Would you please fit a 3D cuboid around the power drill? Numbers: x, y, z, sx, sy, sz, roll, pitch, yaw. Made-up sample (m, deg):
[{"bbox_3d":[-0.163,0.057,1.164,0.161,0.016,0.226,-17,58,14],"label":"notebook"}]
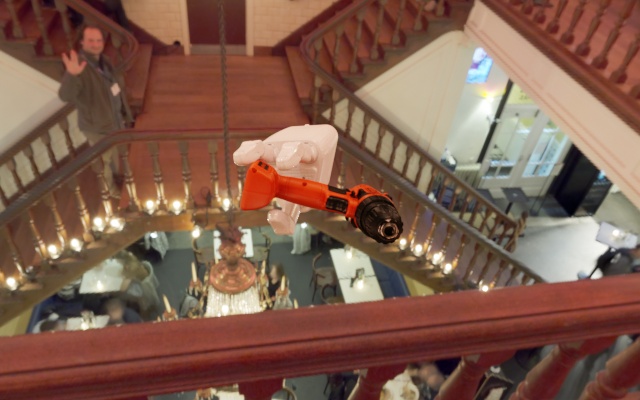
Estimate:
[{"bbox_3d":[0.000,0.002,0.588,0.187,0.057,0.184,14,7,-7],"label":"power drill"}]
